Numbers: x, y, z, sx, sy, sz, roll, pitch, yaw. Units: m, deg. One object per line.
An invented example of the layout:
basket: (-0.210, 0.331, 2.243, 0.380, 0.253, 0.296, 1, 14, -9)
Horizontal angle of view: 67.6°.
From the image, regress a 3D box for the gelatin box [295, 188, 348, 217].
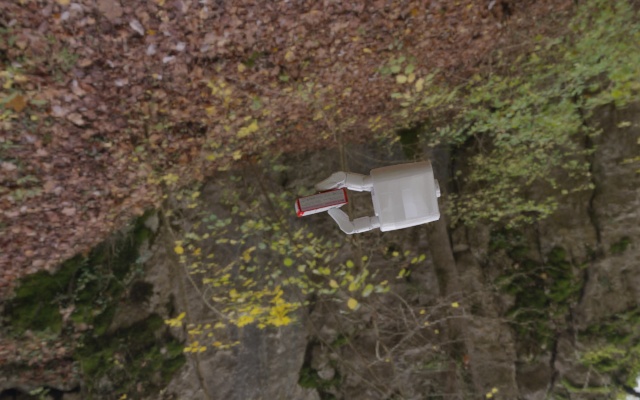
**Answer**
gelatin box: (0.000, 0.003, 0.867, 0.089, 0.030, 0.073, -13, -5, -8)
